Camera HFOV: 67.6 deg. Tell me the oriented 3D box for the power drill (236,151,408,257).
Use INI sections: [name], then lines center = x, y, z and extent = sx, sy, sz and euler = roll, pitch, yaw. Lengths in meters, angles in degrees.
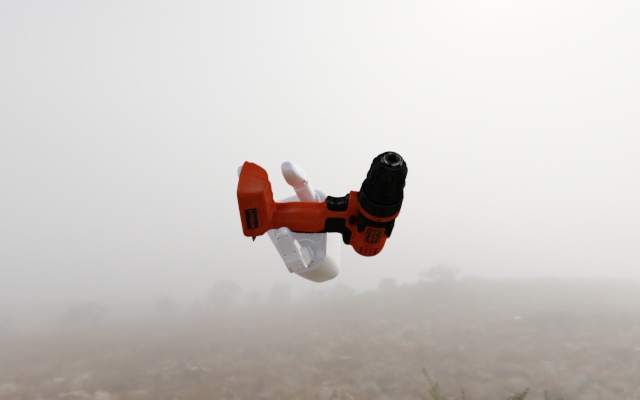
[power drill]
center = 0.000, 0.002, 0.559
extent = 0.187, 0.057, 0.185
euler = 8, -36, 1
